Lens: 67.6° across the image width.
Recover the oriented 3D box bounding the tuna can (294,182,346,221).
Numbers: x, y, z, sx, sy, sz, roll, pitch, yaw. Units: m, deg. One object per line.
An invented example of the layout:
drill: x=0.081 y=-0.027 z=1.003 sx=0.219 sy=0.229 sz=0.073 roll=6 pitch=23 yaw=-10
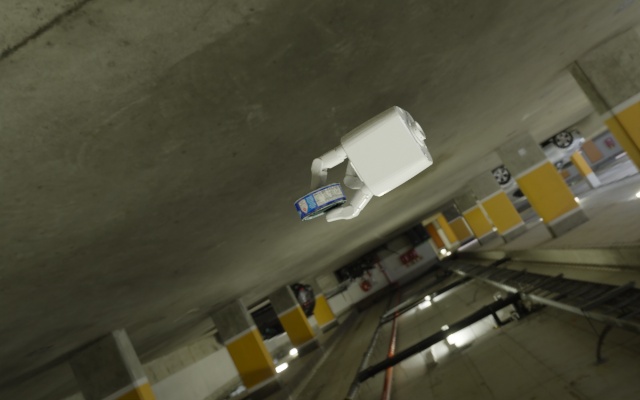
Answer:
tuna can: x=0.000 y=0.003 z=0.809 sx=0.086 sy=0.033 sz=0.086 roll=-24 pitch=-8 yaw=-4
